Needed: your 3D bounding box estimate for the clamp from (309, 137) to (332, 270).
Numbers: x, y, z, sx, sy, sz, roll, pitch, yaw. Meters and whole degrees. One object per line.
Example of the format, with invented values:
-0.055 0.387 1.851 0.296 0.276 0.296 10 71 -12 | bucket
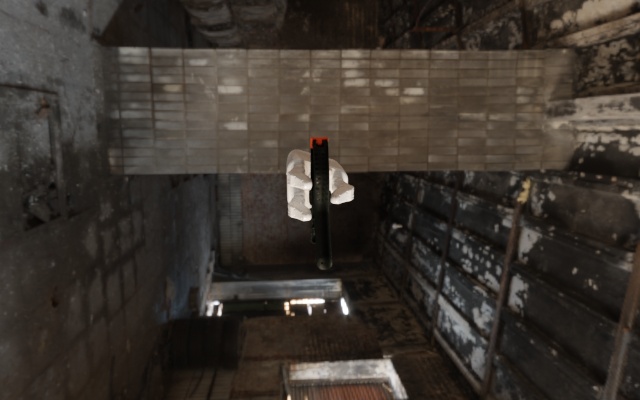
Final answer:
0.001 0.002 0.794 0.036 0.210 0.164 -2 17 -6 | clamp
